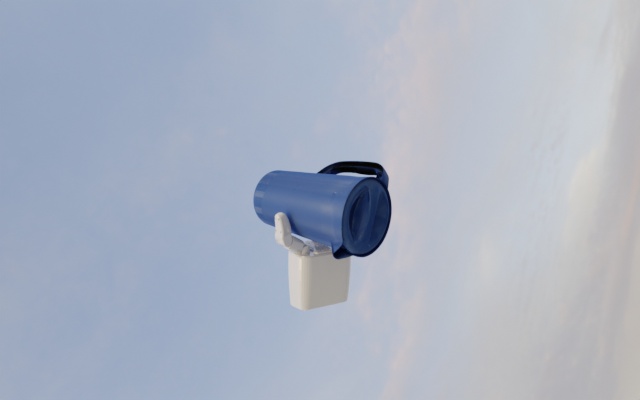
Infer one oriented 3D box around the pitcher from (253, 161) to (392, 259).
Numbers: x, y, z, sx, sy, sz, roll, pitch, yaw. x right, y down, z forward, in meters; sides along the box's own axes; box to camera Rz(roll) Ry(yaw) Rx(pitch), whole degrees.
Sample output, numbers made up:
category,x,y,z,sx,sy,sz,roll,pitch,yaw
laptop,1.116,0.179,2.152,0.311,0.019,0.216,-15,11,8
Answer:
category,x,y,z,sx,sy,sz,roll,pitch,yaw
pitcher,0.000,0.003,0.852,0.243,0.145,0.149,12,17,42
